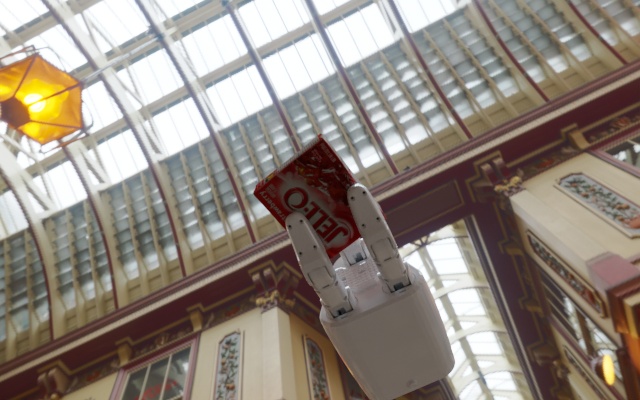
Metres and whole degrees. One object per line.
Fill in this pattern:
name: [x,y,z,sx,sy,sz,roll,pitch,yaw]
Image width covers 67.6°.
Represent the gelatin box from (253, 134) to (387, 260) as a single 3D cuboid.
gelatin box: [0.000,0.001,0.402,0.073,0.089,0.030,-37,16,8]
